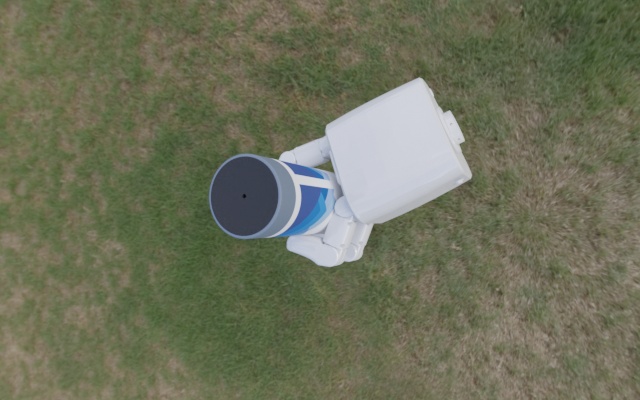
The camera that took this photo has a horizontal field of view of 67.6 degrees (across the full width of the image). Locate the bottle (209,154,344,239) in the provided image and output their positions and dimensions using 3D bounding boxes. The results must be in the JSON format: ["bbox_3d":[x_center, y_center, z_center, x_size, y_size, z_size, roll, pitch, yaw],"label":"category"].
[{"bbox_3d":[0.000,0.002,0.503,0.069,0.069,0.296,0,-2,24],"label":"bottle"}]
